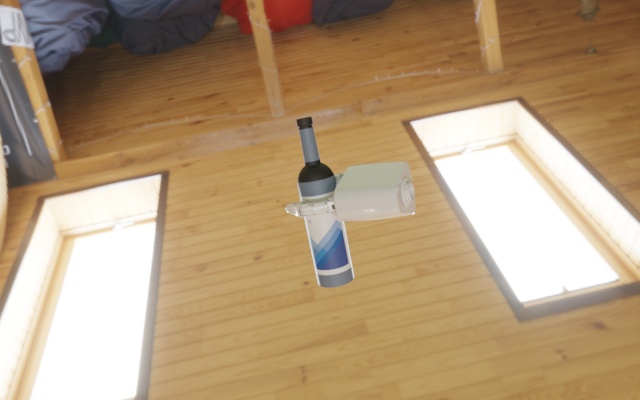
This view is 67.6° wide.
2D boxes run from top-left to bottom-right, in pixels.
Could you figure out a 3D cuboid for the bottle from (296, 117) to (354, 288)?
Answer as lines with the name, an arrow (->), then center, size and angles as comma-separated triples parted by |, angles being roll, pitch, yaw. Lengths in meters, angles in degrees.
bottle -> 0.000, 0.003, 0.832 | 0.069, 0.296, 0.069 | -11, 12, 2
